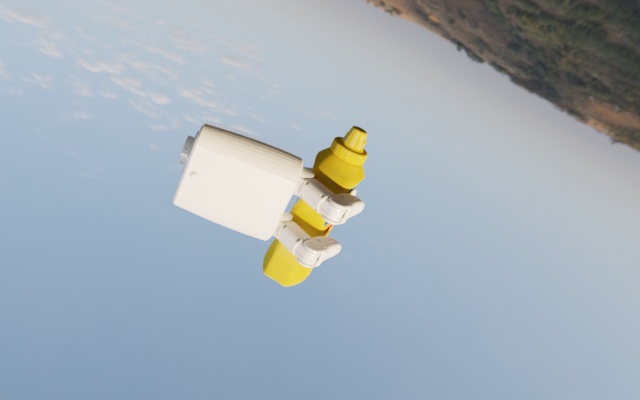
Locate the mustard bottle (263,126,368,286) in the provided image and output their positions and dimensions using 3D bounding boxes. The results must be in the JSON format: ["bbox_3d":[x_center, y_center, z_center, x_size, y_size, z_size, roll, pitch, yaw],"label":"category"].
[{"bbox_3d":[0.000,0.002,0.544,0.058,0.192,0.096,31,24,7],"label":"mustard bottle"}]
